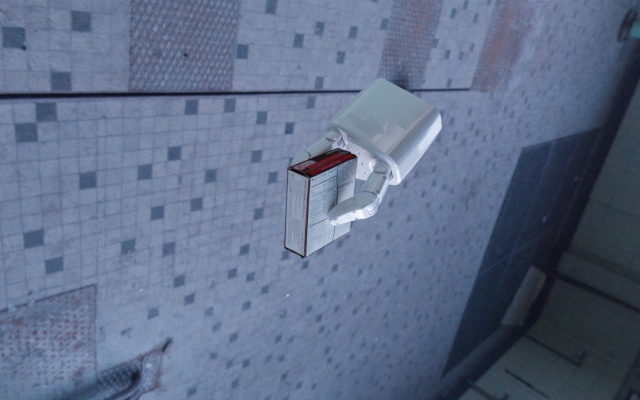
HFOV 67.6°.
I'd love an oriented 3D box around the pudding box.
[{"bbox_3d":[0.000,0.002,0.575,0.039,0.113,0.090,25,34,35],"label":"pudding box"}]
